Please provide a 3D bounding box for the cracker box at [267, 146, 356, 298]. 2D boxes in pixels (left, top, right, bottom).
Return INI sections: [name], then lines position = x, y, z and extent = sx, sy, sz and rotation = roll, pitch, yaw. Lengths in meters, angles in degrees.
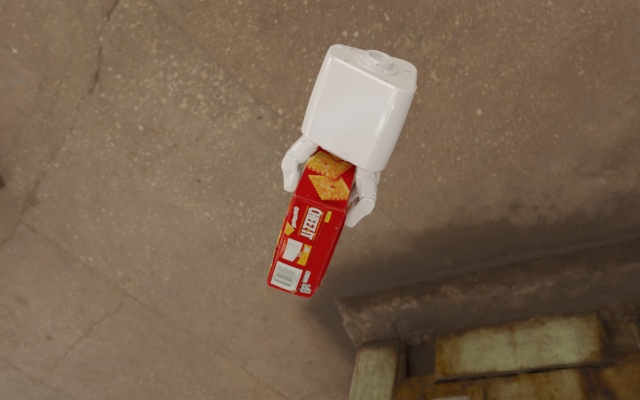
[cracker box]
position = 0.000, 0.002, 0.665
extent = 0.072, 0.164, 0.213
rotation = 19, 38, 0
